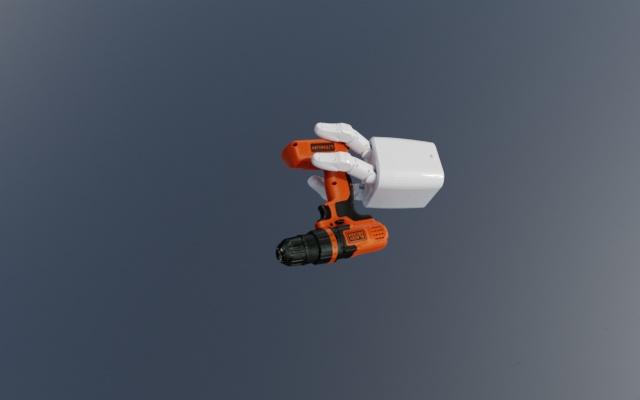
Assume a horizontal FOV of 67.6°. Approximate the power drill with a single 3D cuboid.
[{"bbox_3d":[0.000,0.002,0.720,0.184,0.187,0.057,-7,-17,-32],"label":"power drill"}]
